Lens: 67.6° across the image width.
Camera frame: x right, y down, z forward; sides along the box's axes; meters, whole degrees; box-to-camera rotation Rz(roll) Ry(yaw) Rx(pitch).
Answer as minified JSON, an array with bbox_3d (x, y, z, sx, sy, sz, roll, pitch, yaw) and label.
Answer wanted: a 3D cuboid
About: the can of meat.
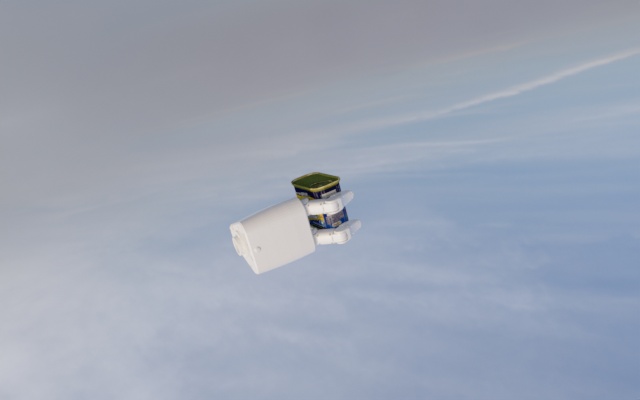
[{"bbox_3d":[0.000,0.003,0.828,0.057,0.084,0.102,-24,20,-25],"label":"can of meat"}]
